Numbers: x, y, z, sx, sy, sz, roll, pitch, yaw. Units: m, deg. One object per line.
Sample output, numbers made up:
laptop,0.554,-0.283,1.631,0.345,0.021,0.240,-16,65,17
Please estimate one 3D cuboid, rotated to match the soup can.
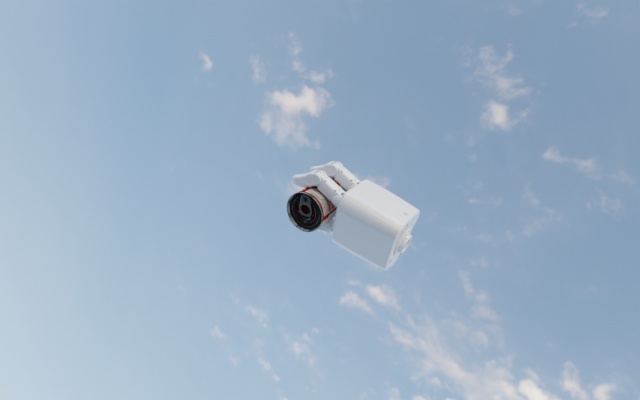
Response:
soup can,0.000,0.002,0.801,0.068,0.068,0.102,0,19,34
